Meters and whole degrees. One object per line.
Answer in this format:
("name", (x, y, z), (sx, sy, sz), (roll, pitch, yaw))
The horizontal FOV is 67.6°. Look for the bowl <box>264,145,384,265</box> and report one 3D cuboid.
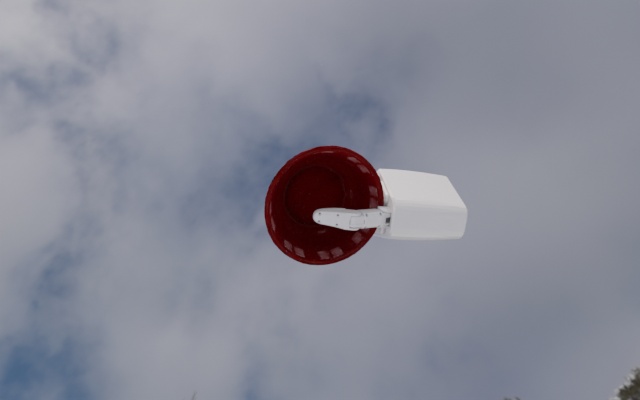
("bowl", (-0.001, 0.002, 0.636), (0.162, 0.162, 0.055), (0, 17, -18))
